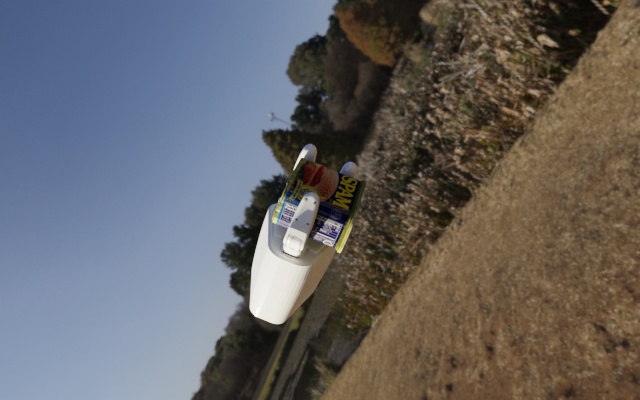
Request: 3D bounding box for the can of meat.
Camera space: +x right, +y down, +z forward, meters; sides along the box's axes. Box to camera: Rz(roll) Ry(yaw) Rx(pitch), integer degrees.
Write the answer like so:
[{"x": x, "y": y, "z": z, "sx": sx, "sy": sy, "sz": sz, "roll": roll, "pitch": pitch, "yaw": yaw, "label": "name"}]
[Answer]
[{"x": 0.000, "y": 0.002, "z": 0.552, "sx": 0.084, "sy": 0.057, "sz": 0.102, "roll": 22, "pitch": 34, "yaw": 1, "label": "can of meat"}]
